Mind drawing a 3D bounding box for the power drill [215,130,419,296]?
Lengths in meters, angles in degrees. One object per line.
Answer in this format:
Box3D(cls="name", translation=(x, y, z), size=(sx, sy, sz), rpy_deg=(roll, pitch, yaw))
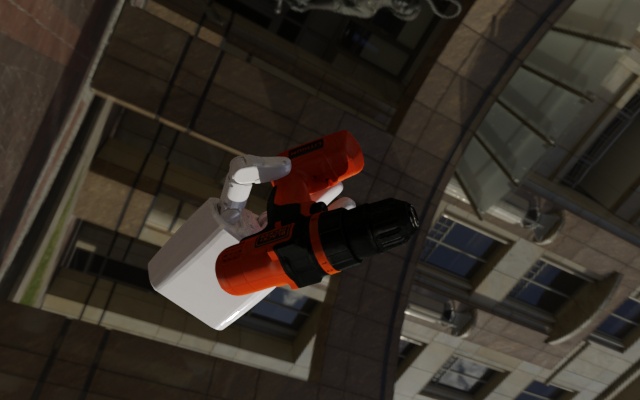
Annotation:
Box3D(cls="power drill", translation=(0.000, 0.001, 0.460), size=(0.184, 0.057, 0.187), rpy_deg=(-18, 28, 18))
